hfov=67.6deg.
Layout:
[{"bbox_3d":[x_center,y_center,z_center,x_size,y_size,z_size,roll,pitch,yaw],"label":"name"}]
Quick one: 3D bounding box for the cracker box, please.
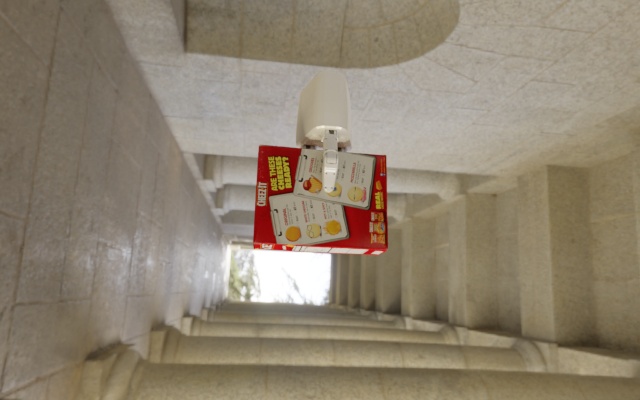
[{"bbox_3d":[0.000,0.003,0.787,0.214,0.164,0.072,3,-17,-7],"label":"cracker box"}]
